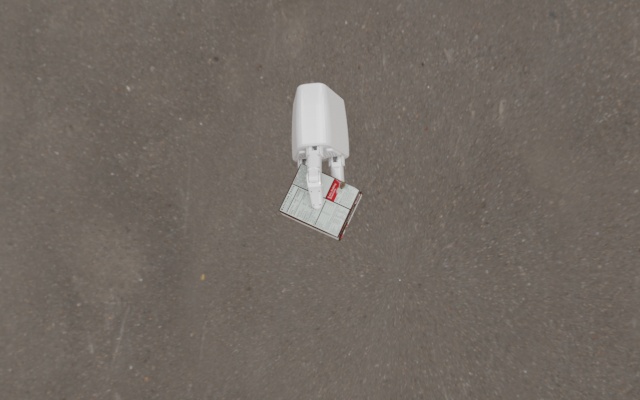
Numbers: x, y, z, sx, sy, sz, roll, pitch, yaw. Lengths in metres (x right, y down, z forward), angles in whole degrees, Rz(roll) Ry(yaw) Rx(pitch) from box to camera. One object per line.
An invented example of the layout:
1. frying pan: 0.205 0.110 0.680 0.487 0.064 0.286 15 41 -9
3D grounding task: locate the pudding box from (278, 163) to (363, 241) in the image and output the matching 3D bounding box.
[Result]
1. pudding box: 0.000 0.002 0.780 0.113 0.090 0.039 24 -5 12
